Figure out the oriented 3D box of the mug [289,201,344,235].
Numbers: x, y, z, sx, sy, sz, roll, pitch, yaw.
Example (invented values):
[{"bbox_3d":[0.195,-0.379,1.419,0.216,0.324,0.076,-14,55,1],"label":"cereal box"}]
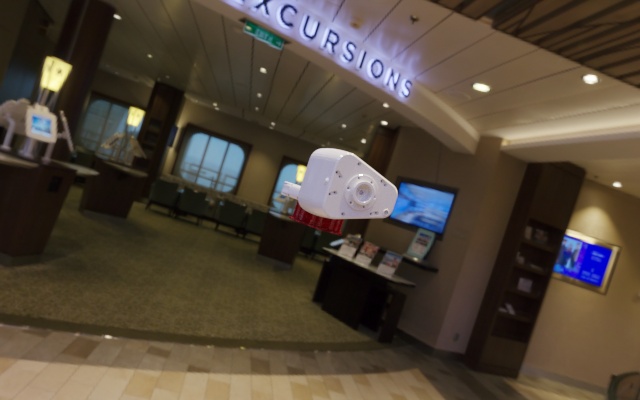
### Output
[{"bbox_3d":[0.000,0.002,0.798,0.093,0.081,0.117,18,1,-22],"label":"mug"}]
